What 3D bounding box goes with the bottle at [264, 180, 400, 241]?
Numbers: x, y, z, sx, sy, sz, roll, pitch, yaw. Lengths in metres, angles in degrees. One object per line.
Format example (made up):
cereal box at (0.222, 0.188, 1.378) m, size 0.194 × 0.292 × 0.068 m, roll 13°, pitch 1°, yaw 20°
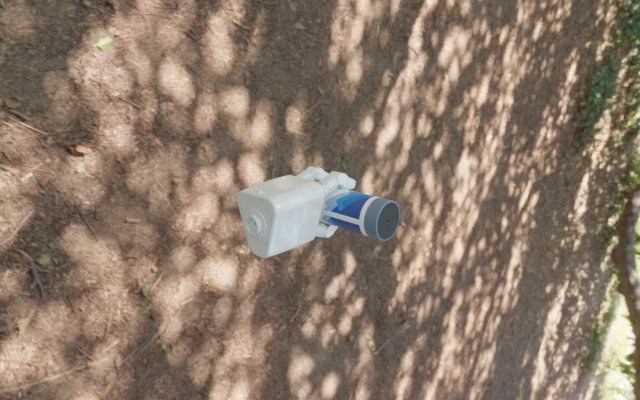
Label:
bottle at (0.000, 0.003, 0.858) m, size 0.295 × 0.069 × 0.069 m, roll 15°, pitch 10°, yaw 40°
